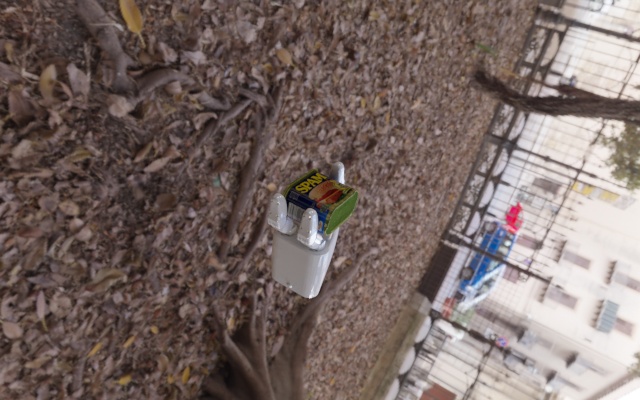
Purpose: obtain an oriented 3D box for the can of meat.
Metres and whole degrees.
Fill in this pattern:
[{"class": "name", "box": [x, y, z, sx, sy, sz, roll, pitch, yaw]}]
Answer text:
[{"class": "can of meat", "box": [0.000, 0.002, 0.739, 0.084, 0.057, 0.102, 26, 35, 21]}]
